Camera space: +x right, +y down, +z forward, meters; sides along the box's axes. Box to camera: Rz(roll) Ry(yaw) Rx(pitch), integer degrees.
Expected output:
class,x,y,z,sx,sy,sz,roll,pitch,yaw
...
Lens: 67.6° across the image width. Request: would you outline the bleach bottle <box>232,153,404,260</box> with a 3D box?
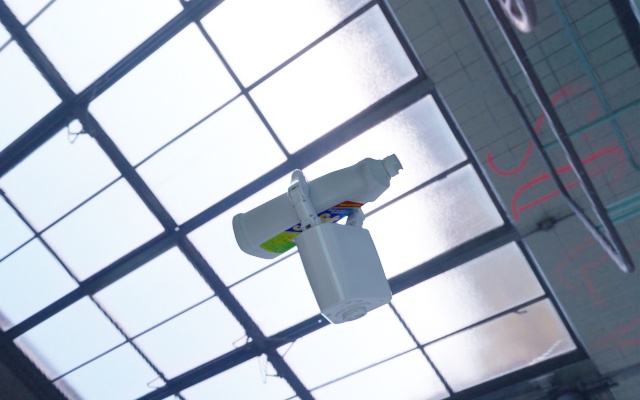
class,x,y,z,sx,sy,sz,roll,pitch,yaw
bleach bottle,0.000,0.002,0.689,0.251,0.068,0.102,-29,-28,19
